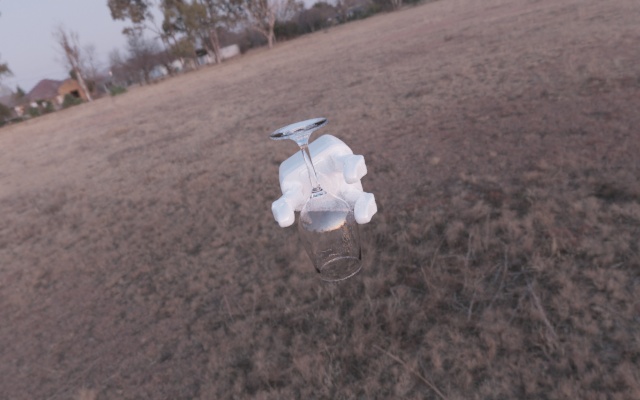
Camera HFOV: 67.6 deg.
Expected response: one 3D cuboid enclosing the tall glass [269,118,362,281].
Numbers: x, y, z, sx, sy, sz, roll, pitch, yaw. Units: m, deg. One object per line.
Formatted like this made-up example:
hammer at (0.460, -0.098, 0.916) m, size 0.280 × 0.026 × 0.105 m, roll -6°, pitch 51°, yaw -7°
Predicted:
tall glass at (0.000, 0.001, 0.611) m, size 0.079 × 0.201 × 0.079 m, roll -15°, pitch 19°, yaw 5°
